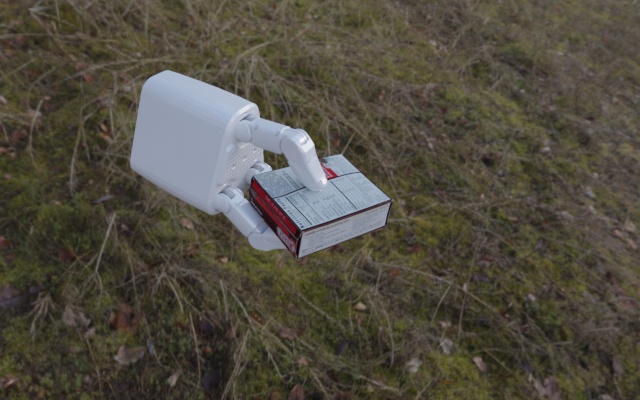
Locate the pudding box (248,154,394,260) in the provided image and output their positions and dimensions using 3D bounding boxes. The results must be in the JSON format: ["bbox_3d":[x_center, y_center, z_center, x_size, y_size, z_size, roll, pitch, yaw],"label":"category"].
[{"bbox_3d":[0.000,0.001,0.465,0.113,0.039,0.090,-18,48,-31],"label":"pudding box"}]
